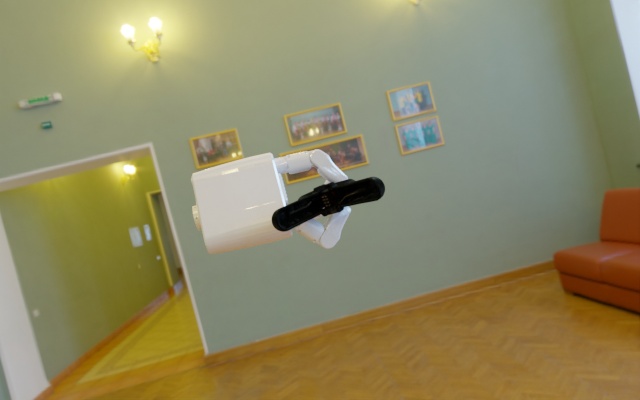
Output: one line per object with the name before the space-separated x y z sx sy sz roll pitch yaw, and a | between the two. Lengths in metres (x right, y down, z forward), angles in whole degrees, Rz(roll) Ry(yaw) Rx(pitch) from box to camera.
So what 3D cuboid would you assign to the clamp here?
clamp | 0.000 0.001 0.554 0.120 0.039 0.171 -14 1 -6
